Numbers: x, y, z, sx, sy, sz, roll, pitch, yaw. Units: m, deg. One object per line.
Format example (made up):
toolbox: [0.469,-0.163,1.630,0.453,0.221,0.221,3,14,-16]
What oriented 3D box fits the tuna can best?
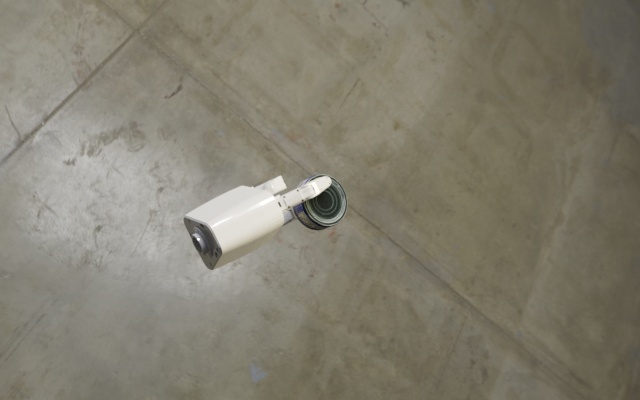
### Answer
tuna can: [0.000,0.002,0.754,0.086,0.086,0.034,0,-12,-32]
